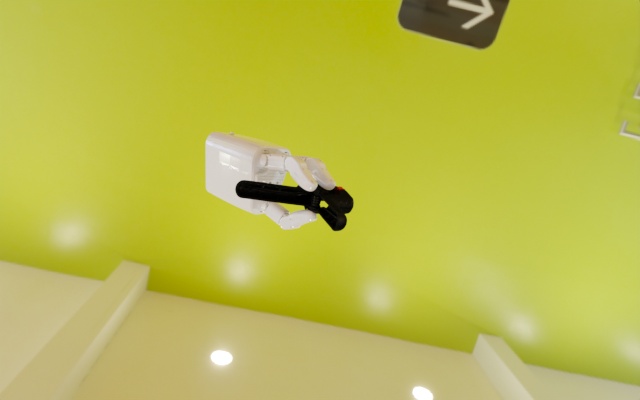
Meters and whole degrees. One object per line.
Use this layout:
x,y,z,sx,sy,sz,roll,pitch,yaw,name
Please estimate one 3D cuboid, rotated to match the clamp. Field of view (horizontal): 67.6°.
0.000,0.003,0.701,0.164,0.036,0.210,21,12,28,clamp
